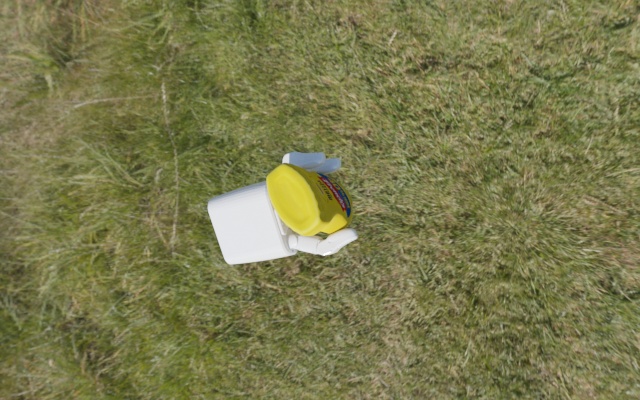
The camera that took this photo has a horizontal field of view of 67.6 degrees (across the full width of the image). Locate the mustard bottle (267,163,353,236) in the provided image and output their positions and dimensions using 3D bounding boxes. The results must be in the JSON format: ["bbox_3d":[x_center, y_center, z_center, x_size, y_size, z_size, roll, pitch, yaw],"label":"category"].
[{"bbox_3d":[0.000,0.002,0.677,0.058,0.096,0.191,-38,-16,16],"label":"mustard bottle"}]
